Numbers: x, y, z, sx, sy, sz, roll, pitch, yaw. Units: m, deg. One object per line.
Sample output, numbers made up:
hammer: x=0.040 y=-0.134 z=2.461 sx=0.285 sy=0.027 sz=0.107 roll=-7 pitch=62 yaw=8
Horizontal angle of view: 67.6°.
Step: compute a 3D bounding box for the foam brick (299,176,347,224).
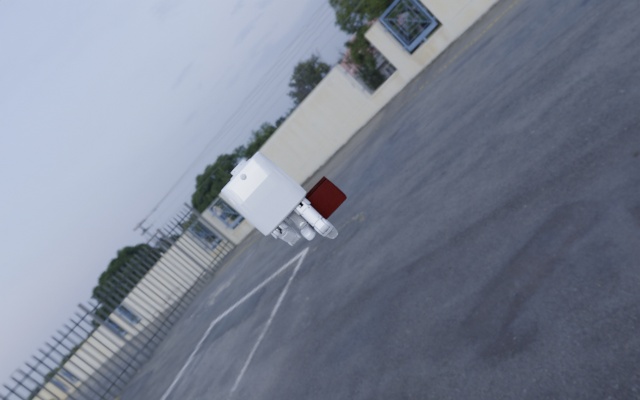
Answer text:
foam brick: x=0.000 y=0.003 z=0.823 sx=0.051 sy=0.078 sz=0.053 roll=44 pitch=3 yaw=-6
